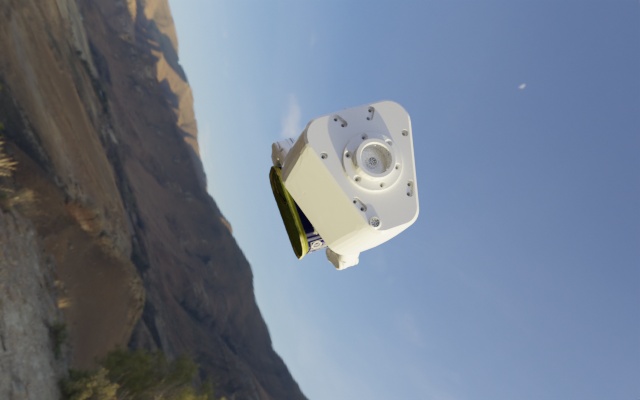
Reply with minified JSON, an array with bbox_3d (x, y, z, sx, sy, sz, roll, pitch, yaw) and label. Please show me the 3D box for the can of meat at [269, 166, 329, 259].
[{"bbox_3d":[0.000,0.002,0.522,0.084,0.102,0.057,-17,-12,-15],"label":"can of meat"}]
